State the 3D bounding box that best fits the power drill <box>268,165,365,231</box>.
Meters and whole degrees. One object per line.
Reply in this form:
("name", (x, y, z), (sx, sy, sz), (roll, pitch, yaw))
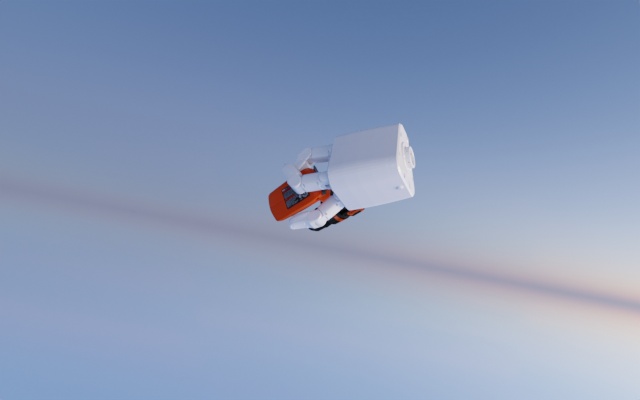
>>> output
("power drill", (0.000, 0.003, 0.833), (0.184, 0.057, 0.187), (-34, -22, 32))
